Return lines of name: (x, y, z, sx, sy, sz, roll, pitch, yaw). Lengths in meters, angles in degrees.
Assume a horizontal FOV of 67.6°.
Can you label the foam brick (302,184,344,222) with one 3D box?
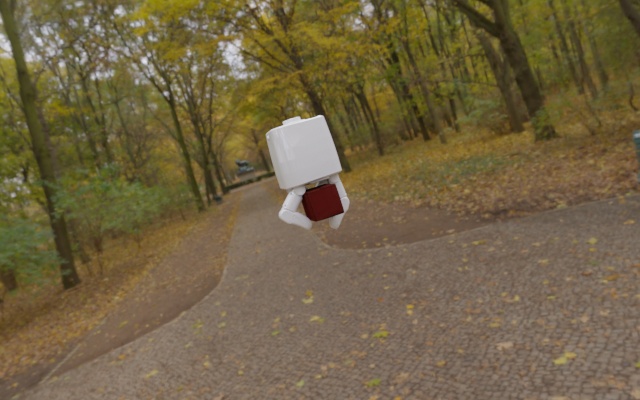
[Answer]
foam brick: (0.000, 0.003, 0.825, 0.053, 0.051, 0.078, -18, 6, -13)
